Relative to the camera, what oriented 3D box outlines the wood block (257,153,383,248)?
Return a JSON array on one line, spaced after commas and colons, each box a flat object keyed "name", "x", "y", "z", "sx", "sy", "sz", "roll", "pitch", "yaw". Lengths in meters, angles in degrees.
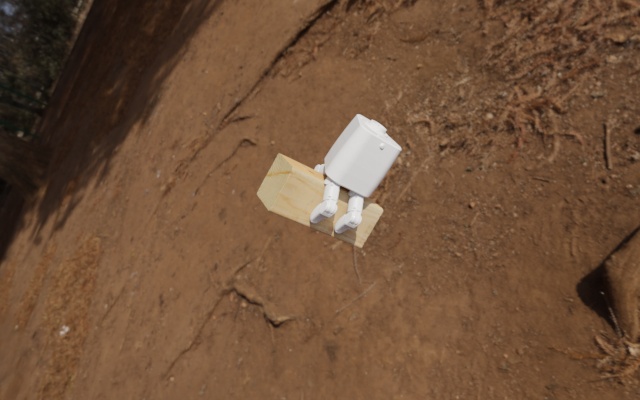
[{"name": "wood block", "x": 0.000, "y": 0.002, "z": 0.889, "sx": 0.206, "sy": 0.090, "sz": 0.090, "roll": 24, "pitch": 10, "yaw": -28}]
